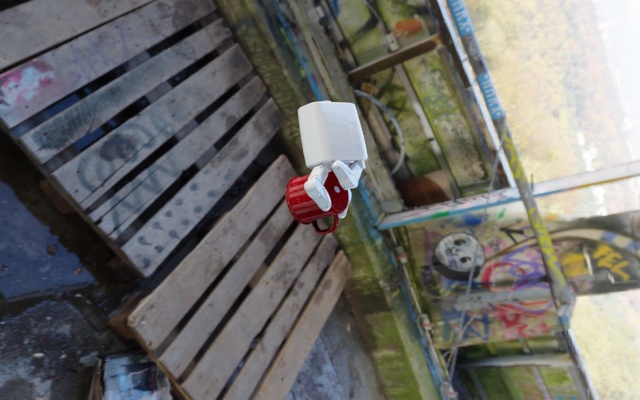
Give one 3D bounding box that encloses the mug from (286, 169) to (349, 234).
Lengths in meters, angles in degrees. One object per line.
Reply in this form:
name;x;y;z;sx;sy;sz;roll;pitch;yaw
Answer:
mug;0.001;0.004;0.861;0.081;0.117;0.093;-15;-5;35
